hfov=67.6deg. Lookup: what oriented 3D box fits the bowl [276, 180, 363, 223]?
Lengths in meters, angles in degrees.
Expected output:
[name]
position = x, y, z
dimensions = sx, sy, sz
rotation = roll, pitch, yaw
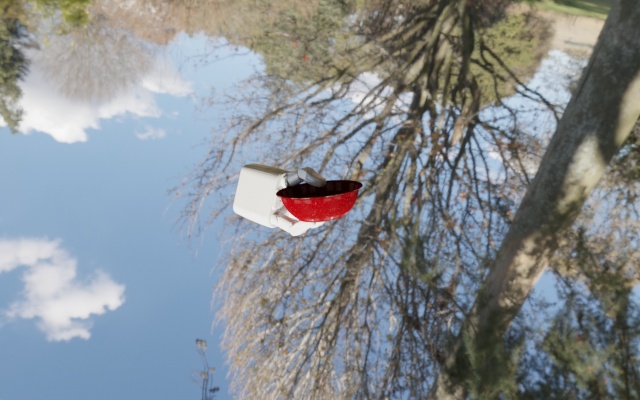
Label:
[bowl]
position = 0.001, 0.003, 0.883
dimensions = 0.162, 0.055, 0.162
rotation = -6, 11, 1
